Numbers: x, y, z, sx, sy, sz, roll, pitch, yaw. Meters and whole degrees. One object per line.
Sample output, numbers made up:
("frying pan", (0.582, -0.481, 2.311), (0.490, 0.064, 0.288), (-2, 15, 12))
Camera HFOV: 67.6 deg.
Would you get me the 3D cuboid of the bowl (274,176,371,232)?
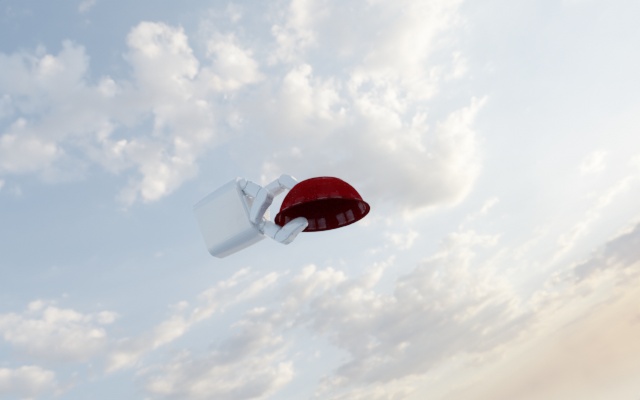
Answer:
("bowl", (0.001, 0.002, 0.803), (0.162, 0.055, 0.162), (-7, -21, -3))
